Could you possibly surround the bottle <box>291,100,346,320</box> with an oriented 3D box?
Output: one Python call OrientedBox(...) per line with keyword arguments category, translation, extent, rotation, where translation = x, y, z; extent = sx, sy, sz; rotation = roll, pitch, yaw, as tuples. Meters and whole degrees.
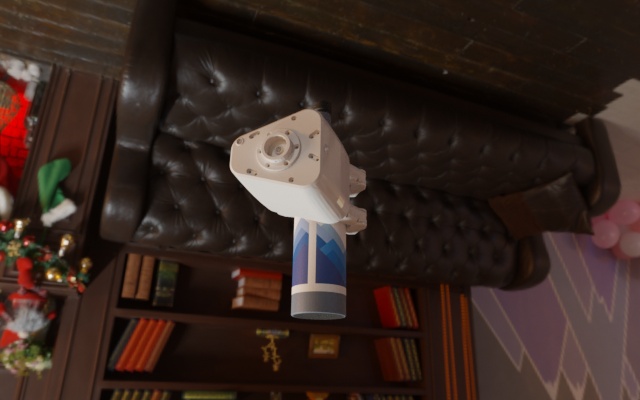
OrientedBox(category="bottle", translation=(0.000, 0.002, 0.627), extent=(0.069, 0.295, 0.069), rotation=(1, -21, 0))
